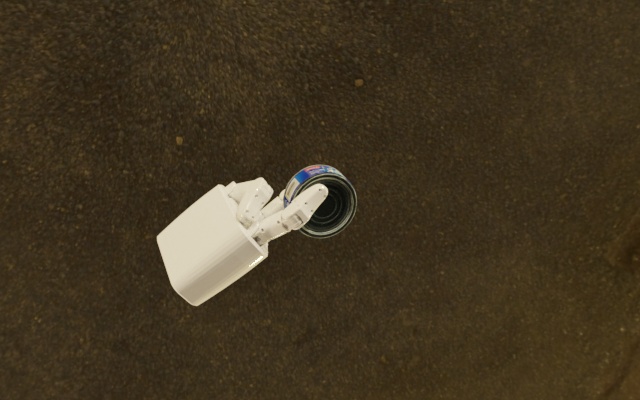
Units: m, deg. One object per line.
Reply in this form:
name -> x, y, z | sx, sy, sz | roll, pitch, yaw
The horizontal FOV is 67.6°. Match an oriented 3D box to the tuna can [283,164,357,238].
tuna can -> 0.000, 0.002, 0.579 | 0.086, 0.086, 0.033 | 0, 20, -19
